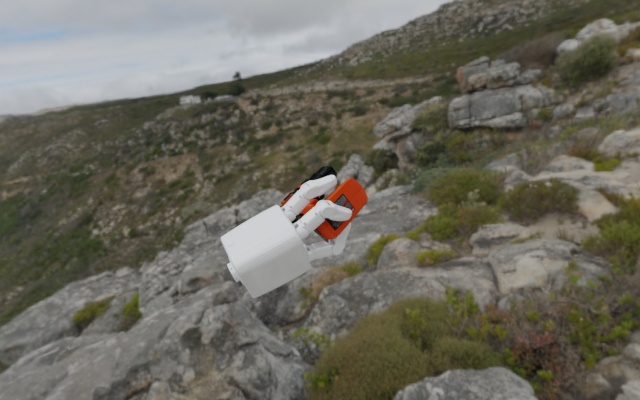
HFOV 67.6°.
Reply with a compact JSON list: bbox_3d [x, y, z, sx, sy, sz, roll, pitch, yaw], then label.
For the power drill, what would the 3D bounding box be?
[{"bbox_3d":[0.000,0.003,0.838,0.184,0.057,0.187,-49,20,-20],"label":"power drill"}]
